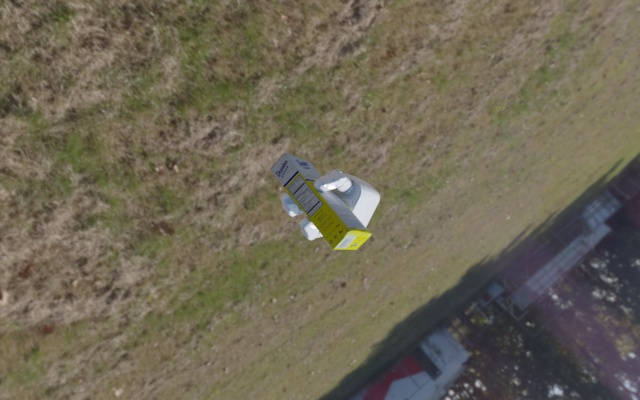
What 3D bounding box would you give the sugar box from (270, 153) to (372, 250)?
[{"bbox_3d":[0.000,0.003,0.784,0.176,0.048,0.093,48,15,24],"label":"sugar box"}]
